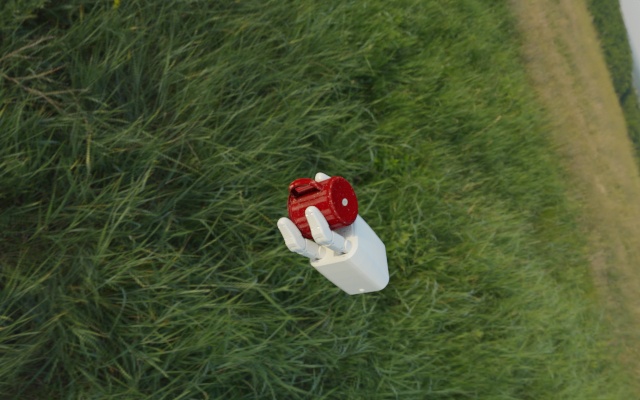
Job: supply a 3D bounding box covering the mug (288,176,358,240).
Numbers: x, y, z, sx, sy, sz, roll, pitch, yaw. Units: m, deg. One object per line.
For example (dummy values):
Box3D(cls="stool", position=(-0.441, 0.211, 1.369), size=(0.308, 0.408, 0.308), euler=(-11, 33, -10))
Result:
Box3D(cls="mug", position=(-0.001, 0.002, 0.765), size=(0.081, 0.093, 0.117), euler=(-18, -48, 35))
